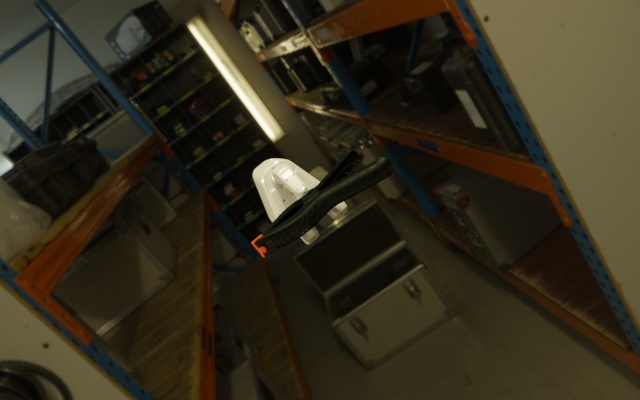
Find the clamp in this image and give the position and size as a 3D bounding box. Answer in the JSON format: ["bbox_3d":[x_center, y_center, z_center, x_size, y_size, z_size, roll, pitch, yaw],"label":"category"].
[{"bbox_3d":[-0.001,0.002,0.639,0.210,0.036,0.164,-40,14,-10],"label":"clamp"}]
